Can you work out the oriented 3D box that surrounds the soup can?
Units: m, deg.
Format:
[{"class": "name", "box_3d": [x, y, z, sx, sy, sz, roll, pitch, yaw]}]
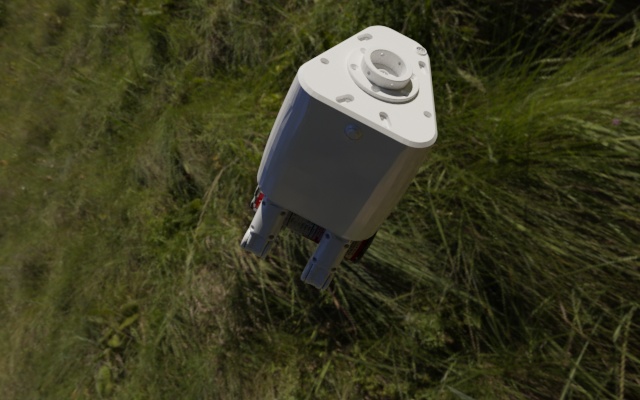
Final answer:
[{"class": "soup can", "box_3d": [0.000, 0.001, 0.410, 0.102, 0.068, 0.068, 27, 0, -1]}]
